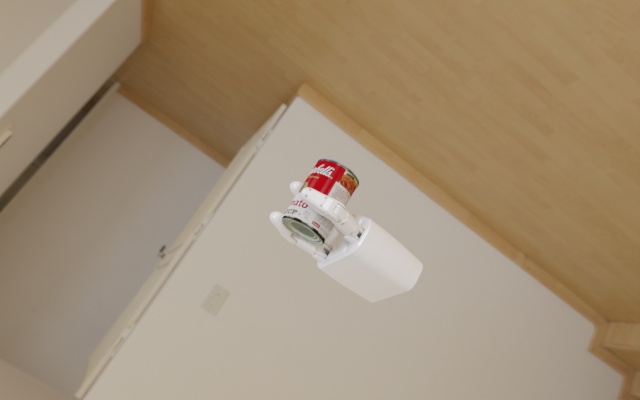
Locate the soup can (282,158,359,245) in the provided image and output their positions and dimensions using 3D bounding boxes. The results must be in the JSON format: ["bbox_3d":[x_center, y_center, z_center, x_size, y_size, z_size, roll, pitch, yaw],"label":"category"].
[{"bbox_3d":[0.000,0.002,0.658,0.068,0.102,0.068,27,-21,11],"label":"soup can"}]
